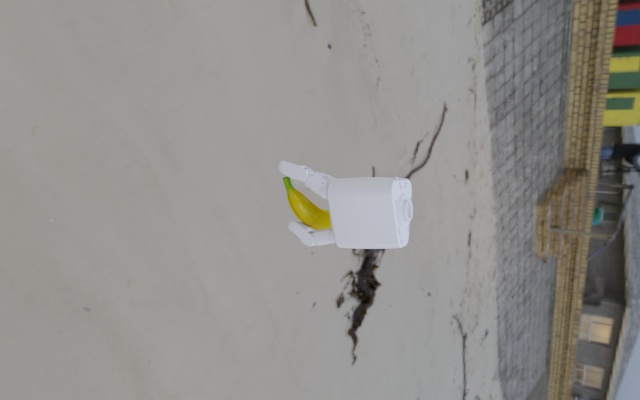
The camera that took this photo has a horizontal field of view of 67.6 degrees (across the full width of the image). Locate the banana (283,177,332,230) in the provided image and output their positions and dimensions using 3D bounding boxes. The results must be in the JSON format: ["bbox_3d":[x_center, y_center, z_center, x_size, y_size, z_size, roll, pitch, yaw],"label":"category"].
[{"bbox_3d":[-0.003,0.020,0.839,0.037,0.069,0.198,-6,-20,28],"label":"banana"}]
